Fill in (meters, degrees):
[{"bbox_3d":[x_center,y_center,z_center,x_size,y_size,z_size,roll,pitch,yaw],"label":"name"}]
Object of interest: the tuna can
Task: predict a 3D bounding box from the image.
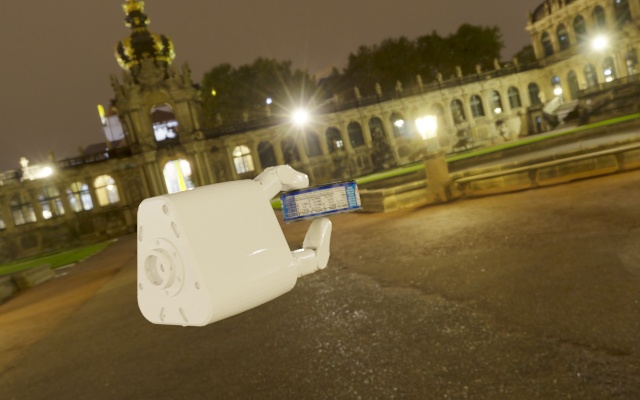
[{"bbox_3d":[0.000,0.001,0.515,0.086,0.034,0.086,-10,-1,0],"label":"tuna can"}]
